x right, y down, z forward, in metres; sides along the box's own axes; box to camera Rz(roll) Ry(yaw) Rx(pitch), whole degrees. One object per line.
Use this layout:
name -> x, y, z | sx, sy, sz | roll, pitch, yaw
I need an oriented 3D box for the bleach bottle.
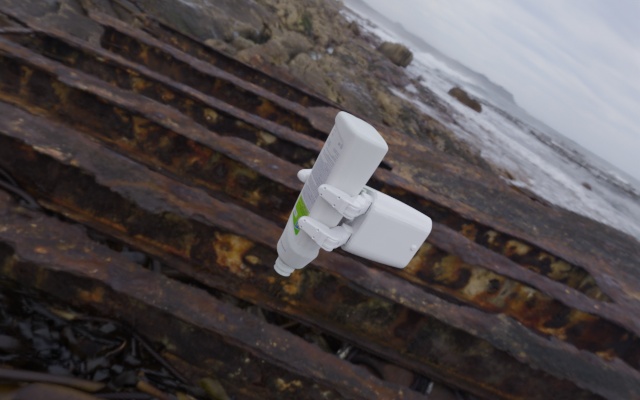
bleach bottle -> 0.000, 0.002, 0.697 | 0.068, 0.251, 0.102 | 22, 22, -22
